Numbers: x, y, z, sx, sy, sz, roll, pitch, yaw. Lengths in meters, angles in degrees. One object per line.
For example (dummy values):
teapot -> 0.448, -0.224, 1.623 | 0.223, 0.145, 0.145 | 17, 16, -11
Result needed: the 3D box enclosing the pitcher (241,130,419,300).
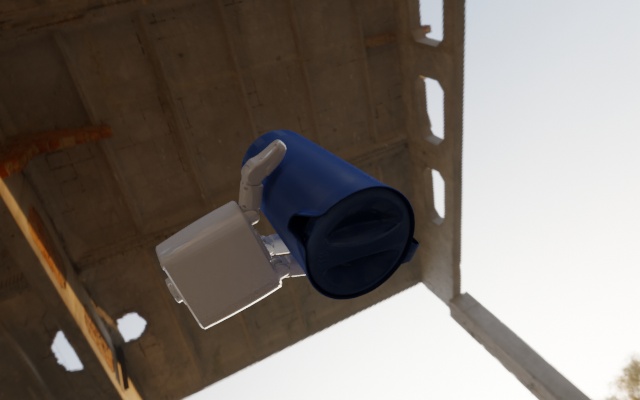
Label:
pitcher -> 0.000, 0.002, 0.586 | 0.145, 0.149, 0.242 | -30, 36, -13
